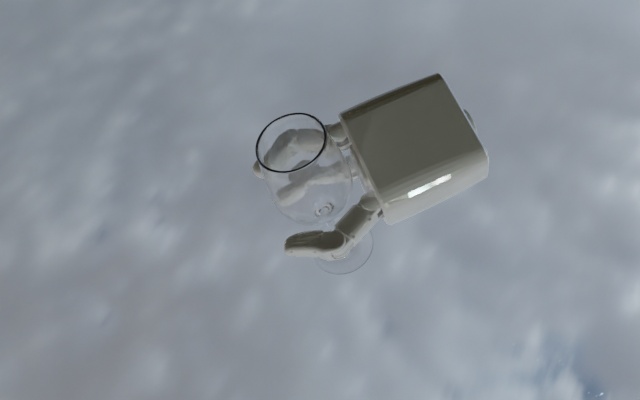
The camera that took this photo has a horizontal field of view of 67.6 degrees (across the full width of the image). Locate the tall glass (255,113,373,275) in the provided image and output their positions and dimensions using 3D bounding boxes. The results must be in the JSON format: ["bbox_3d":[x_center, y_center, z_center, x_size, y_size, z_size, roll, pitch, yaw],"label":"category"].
[{"bbox_3d":[0.000,0.002,0.473,0.079,0.079,0.201,0,-30,17],"label":"tall glass"}]
